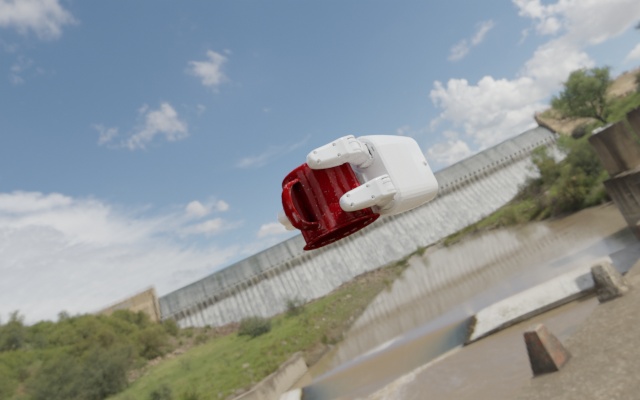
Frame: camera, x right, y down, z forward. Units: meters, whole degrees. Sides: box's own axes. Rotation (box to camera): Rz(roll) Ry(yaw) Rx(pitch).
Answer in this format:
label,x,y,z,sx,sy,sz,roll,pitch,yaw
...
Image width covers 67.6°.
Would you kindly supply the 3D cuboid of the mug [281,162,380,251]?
label,x,y,z,sx,sy,sz,roll,pitch,yaw
mug,-0.001,0.002,0.524,0.093,0.081,0.117,-34,-15,37
